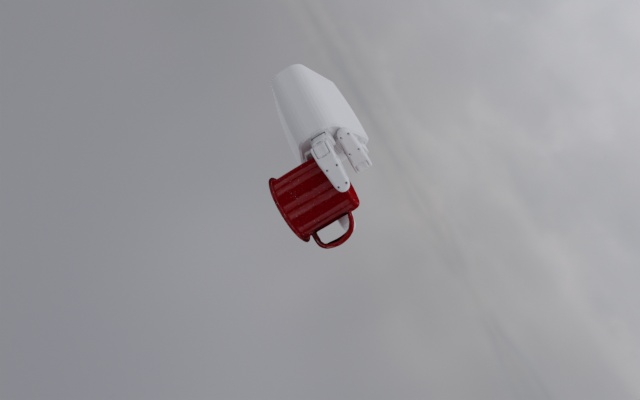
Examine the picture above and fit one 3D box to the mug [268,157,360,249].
[{"bbox_3d":[0.001,0.003,0.586,0.081,0.117,0.093,-30,-21,10],"label":"mug"}]
